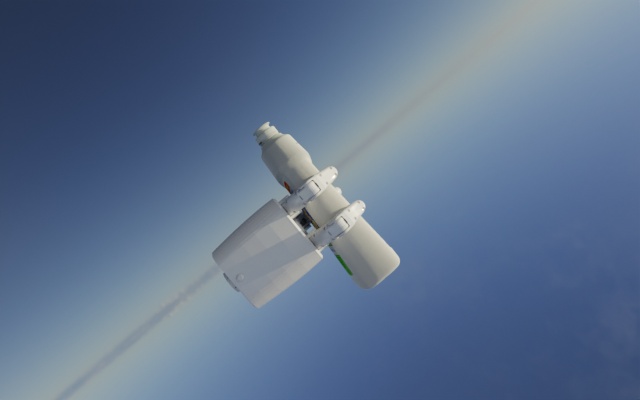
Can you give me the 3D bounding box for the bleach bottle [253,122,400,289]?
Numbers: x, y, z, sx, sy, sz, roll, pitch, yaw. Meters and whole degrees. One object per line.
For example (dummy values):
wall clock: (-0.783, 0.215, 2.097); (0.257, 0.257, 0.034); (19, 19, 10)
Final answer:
bleach bottle: (0.000, 0.002, 0.643); (0.068, 0.251, 0.102); (-40, 2, -5)
